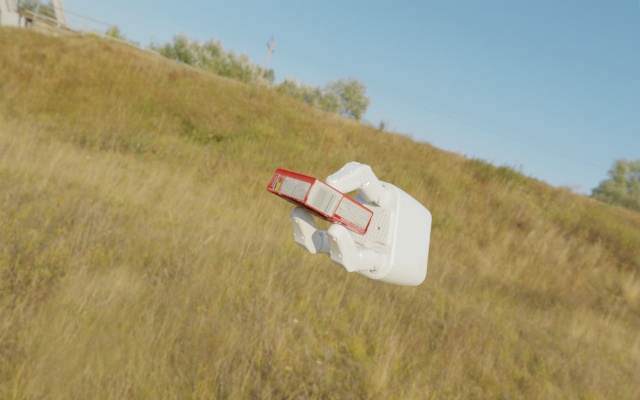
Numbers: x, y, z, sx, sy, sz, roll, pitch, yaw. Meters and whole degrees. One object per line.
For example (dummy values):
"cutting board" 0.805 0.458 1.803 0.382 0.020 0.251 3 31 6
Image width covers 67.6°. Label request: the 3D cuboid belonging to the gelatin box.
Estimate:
"gelatin box" 0.000 0.001 0.493 0.089 0.030 0.073 29 -6 -38
